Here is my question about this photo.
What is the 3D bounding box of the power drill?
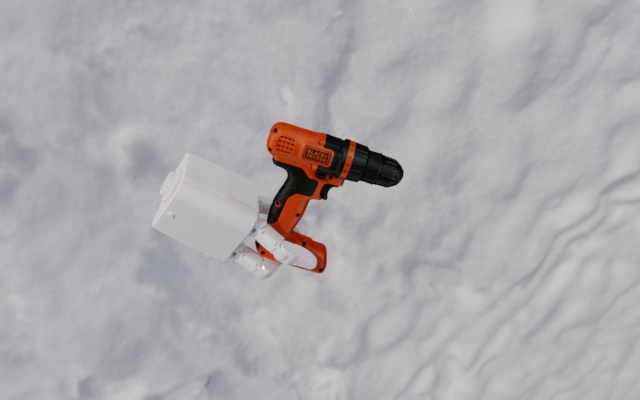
[{"bbox_3d":[0.000,0.002,0.647,0.184,0.188,0.057,18,18,-4],"label":"power drill"}]
